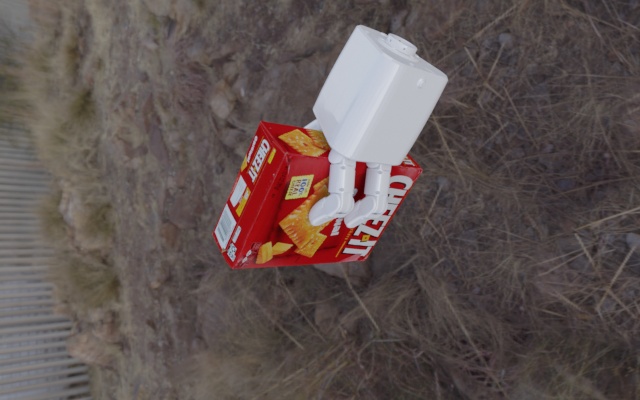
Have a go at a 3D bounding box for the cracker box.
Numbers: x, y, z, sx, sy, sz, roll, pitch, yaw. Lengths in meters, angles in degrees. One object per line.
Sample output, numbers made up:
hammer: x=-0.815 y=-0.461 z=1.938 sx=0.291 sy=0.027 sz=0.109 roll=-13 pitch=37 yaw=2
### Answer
cracker box: x=0.000 y=0.002 z=0.578 sx=0.214 sy=0.164 sz=0.072 roll=3 pitch=38 yaw=-39
